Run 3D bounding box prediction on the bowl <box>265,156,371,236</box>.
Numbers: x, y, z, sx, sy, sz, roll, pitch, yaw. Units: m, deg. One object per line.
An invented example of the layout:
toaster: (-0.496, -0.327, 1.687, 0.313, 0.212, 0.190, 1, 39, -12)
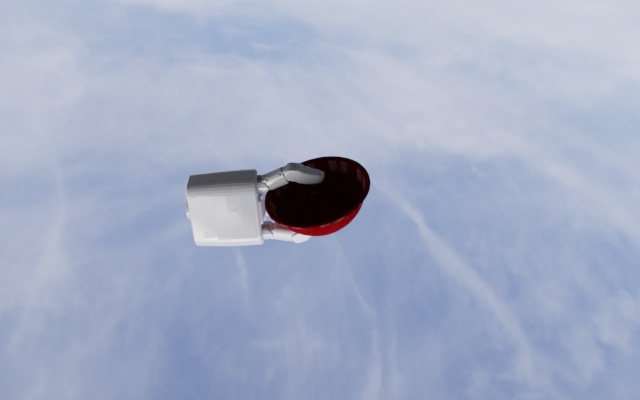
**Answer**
bowl: (0.001, 0.003, 0.722, 0.162, 0.055, 0.162, -11, 40, 9)
